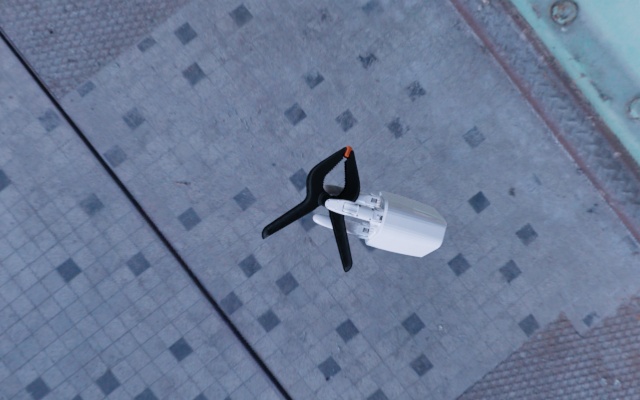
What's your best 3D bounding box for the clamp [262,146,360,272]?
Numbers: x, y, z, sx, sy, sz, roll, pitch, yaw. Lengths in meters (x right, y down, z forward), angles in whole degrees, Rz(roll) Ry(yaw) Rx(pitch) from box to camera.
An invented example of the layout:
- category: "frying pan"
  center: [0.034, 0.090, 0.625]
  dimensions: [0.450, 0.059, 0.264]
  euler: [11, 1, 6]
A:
- category: "clamp"
  center: [0.001, 0.002, 0.816]
  dimensions: [0.164, 0.210, 0.036]
  euler: [16, -2, -8]
